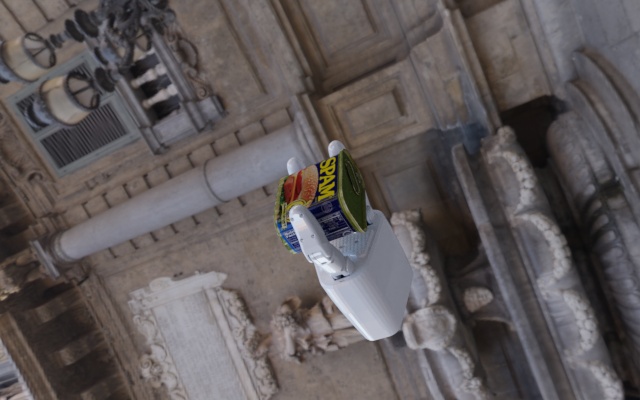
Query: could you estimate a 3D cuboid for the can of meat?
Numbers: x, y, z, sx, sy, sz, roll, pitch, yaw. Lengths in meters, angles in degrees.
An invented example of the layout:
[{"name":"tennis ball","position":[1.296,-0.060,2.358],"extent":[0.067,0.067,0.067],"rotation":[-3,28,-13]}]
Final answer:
[{"name":"can of meat","position":[0.000,0.002,0.517],"extent":[0.084,0.057,0.102],"rotation":[-22,36,20]}]
